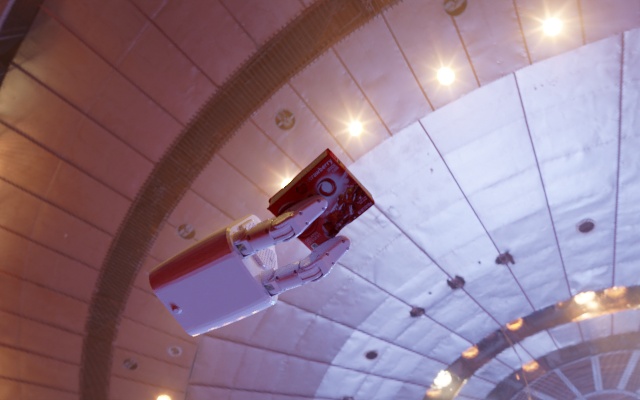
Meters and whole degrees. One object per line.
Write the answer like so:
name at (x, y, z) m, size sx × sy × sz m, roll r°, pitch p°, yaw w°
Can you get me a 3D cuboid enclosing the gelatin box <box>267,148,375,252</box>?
gelatin box at (0.000, 0.001, 0.503) m, size 0.089 × 0.073 × 0.030 m, roll -40°, pitch 17°, yaw 12°
